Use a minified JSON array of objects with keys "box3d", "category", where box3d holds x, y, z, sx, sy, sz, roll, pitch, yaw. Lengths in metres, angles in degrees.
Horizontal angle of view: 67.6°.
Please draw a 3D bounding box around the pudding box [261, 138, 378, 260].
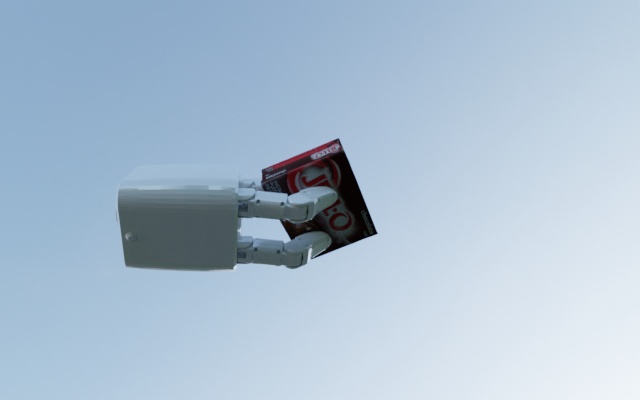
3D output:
[{"box3d":[0.000,0.002,0.507,0.090,0.114,0.039,-22,33,7],"category":"pudding box"}]
